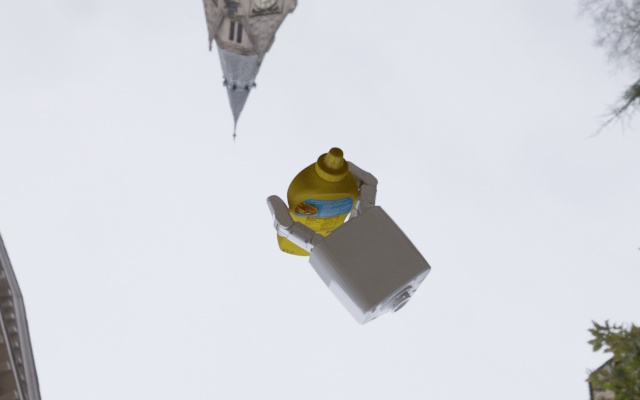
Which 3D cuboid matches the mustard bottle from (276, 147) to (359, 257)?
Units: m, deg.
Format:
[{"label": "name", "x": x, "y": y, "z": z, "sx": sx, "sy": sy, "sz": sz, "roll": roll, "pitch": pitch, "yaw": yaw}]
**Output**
[{"label": "mustard bottle", "x": 0.000, "y": 0.002, "z": 0.647, "sx": 0.096, "sy": 0.058, "sz": 0.192, "roll": -1, "pitch": -38, "yaw": -17}]
